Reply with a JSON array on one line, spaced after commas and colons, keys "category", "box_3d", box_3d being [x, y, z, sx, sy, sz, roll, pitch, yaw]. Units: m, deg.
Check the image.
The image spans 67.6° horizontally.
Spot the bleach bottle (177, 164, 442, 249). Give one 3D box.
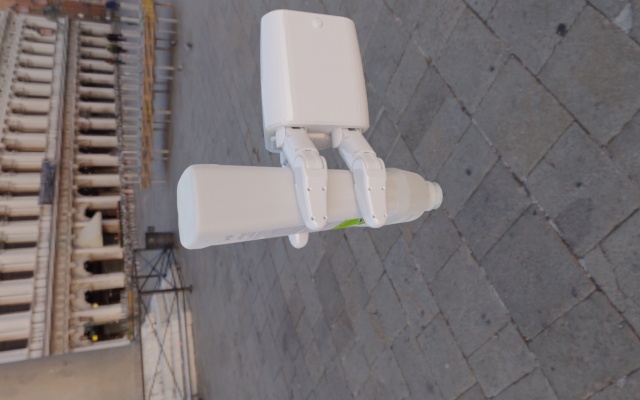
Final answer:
[{"category": "bleach bottle", "box_3d": [0.000, 0.002, 0.453, 0.251, 0.068, 0.102, -2, -8, -24]}]
